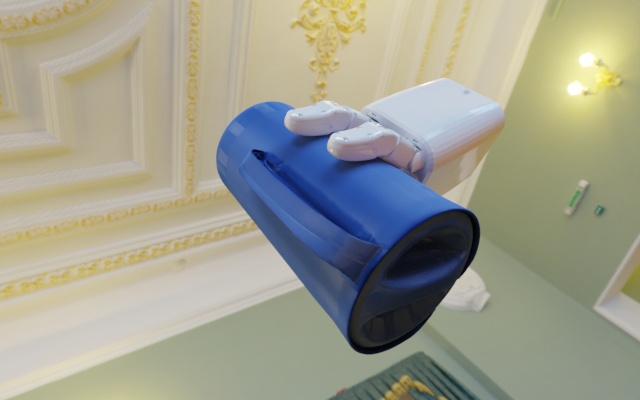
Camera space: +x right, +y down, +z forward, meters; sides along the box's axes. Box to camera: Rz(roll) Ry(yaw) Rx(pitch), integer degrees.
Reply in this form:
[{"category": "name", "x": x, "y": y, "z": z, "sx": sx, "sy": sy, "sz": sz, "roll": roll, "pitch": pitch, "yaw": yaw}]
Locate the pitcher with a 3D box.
[{"category": "pitcher", "x": 0.000, "y": 0.001, "z": 0.416, "sx": 0.145, "sy": 0.149, "sz": 0.242, "roll": -26, "pitch": 46, "yaw": -26}]
